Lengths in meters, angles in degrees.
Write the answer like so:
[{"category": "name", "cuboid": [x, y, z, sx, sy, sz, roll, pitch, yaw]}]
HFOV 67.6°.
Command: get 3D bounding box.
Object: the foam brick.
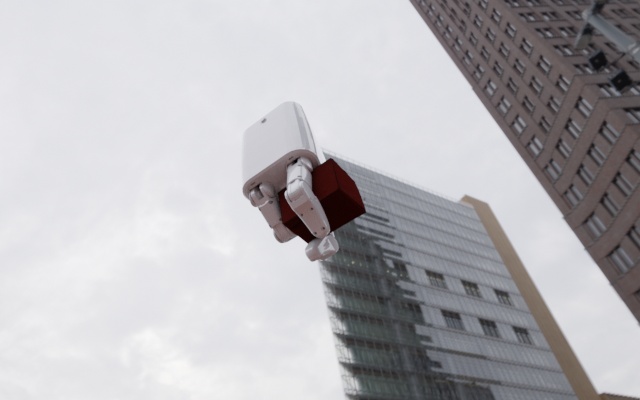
[{"category": "foam brick", "cuboid": [0.000, 0.002, 0.525, 0.078, 0.051, 0.053, -31, -48, 19]}]
